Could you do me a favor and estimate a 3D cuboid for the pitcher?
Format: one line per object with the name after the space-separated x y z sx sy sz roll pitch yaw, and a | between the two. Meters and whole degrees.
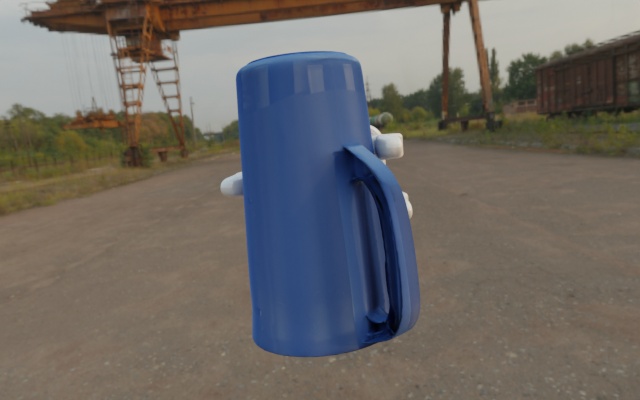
0.000 0.001 0.415 0.149 0.243 0.145 -5 7 7 | pitcher
